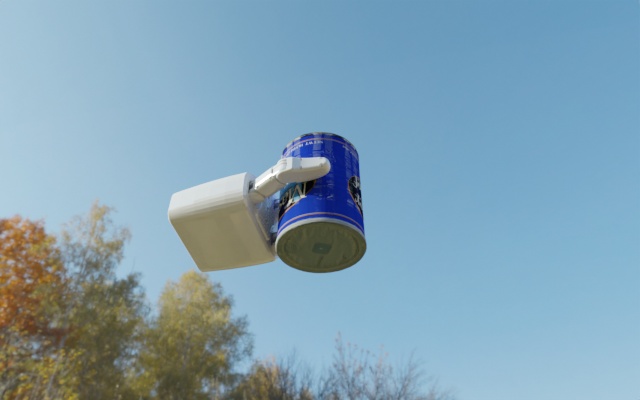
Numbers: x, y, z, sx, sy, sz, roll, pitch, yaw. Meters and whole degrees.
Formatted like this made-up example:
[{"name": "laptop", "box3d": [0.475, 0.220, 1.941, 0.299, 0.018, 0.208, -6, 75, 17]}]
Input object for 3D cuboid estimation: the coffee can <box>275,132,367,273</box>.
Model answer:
[{"name": "coffee can", "box3d": [0.000, 0.002, 0.579, 0.103, 0.140, 0.103, 0, -40, 0]}]
